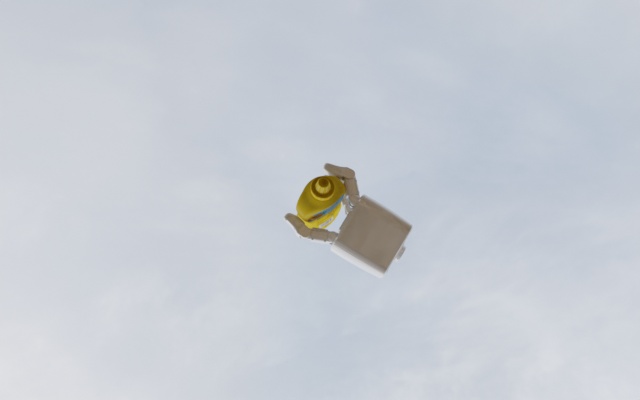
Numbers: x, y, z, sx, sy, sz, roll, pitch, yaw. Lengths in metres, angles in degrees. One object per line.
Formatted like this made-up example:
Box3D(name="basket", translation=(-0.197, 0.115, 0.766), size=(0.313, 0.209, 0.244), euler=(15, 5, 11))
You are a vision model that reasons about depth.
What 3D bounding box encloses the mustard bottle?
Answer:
Box3D(name="mustard bottle", translation=(0.000, 0.003, 0.865), size=(0.096, 0.058, 0.192), euler=(-32, -14, -13))
